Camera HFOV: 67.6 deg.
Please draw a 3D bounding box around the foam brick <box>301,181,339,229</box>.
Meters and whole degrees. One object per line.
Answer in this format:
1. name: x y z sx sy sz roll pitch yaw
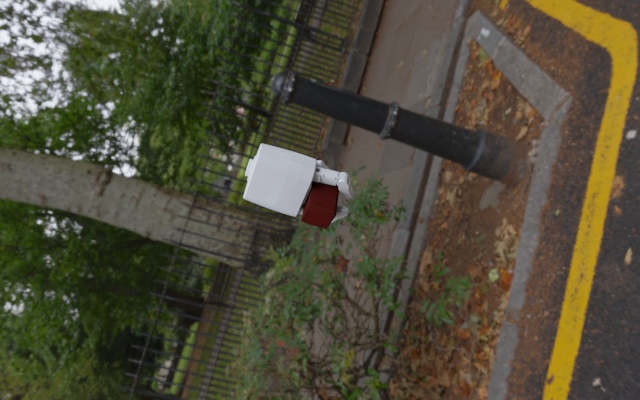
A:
1. foam brick: 0.000 0.003 0.873 0.051 0.078 0.053 18 -39 -11
